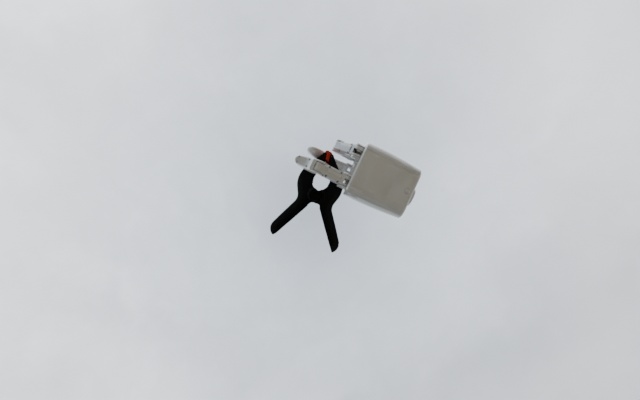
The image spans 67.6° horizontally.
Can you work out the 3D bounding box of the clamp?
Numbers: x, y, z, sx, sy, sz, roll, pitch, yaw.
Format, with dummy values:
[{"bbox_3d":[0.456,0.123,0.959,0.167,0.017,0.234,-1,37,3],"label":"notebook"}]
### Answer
[{"bbox_3d":[0.000,0.003,0.823,0.120,0.171,0.039,26,-3,-1],"label":"clamp"}]
